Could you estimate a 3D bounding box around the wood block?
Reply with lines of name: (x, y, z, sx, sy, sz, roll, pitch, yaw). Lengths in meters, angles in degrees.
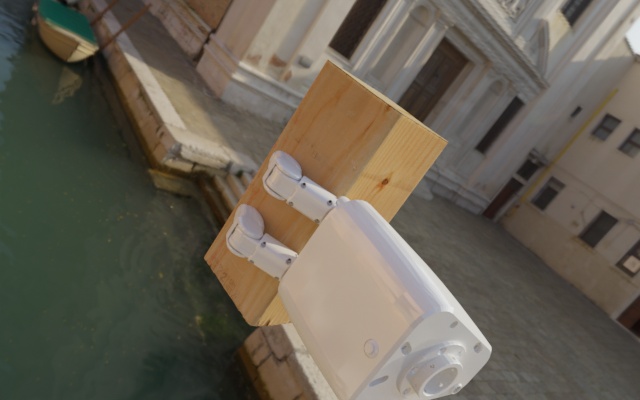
wood block: (0.001, 0.002, 0.416, 0.091, 0.206, 0.090, 13, 26, -52)
